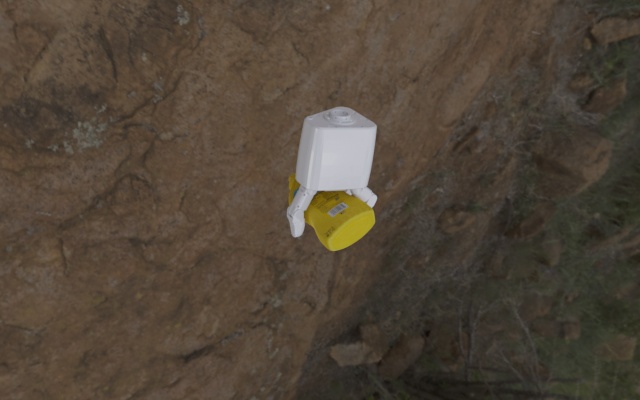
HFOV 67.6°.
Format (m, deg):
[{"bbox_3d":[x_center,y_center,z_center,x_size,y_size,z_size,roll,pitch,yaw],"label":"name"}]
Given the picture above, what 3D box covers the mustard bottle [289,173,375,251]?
[{"bbox_3d":[0.000,0.003,0.824,0.096,0.058,0.191,-33,46,-16],"label":"mustard bottle"}]
